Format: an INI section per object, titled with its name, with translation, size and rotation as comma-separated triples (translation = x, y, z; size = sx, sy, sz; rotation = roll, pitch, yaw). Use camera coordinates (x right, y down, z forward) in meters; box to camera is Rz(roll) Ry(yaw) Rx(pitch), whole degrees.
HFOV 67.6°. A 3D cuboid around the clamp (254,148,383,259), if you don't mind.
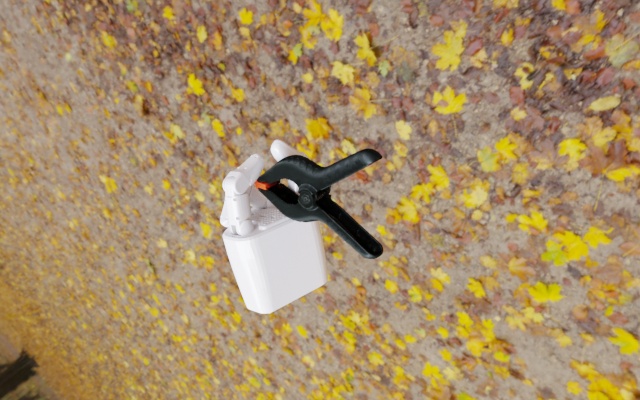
[clamp]
translation = 0.000, 0.002, 0.528
size = 0.171, 0.120, 0.039
rotation = 6, 19, 41
